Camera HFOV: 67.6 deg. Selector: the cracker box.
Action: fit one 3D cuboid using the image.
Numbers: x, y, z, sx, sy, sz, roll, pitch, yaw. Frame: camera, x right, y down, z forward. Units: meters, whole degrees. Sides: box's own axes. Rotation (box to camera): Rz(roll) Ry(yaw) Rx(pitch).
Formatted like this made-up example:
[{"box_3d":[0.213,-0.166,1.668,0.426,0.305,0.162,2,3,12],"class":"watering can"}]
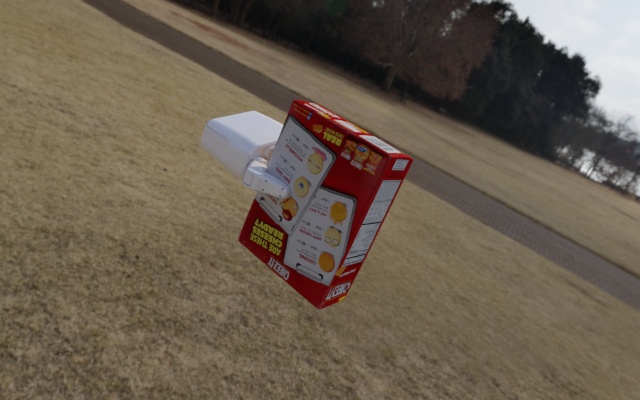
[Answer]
[{"box_3d":[0.000,0.002,0.617,0.164,0.214,0.072,35,22,31],"class":"cracker box"}]
